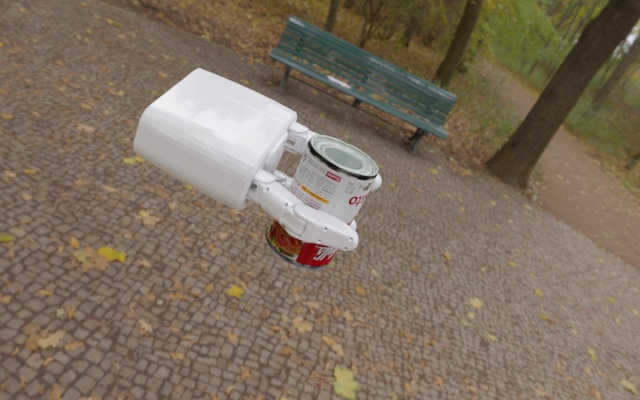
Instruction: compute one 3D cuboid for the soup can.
[{"bbox_3d":[0.001,0.001,0.428,0.068,0.102,0.068,21,26,-11],"label":"soup can"}]
